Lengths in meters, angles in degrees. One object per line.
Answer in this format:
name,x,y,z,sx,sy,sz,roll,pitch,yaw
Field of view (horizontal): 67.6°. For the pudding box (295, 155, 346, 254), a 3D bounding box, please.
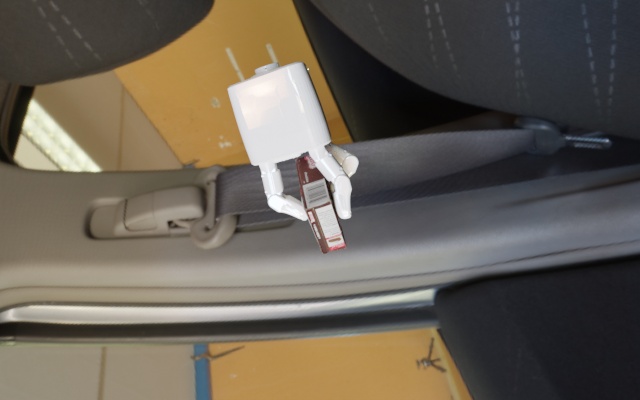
pudding box,0.000,0.002,0.655,0.039,0.090,0.113,-16,41,5
